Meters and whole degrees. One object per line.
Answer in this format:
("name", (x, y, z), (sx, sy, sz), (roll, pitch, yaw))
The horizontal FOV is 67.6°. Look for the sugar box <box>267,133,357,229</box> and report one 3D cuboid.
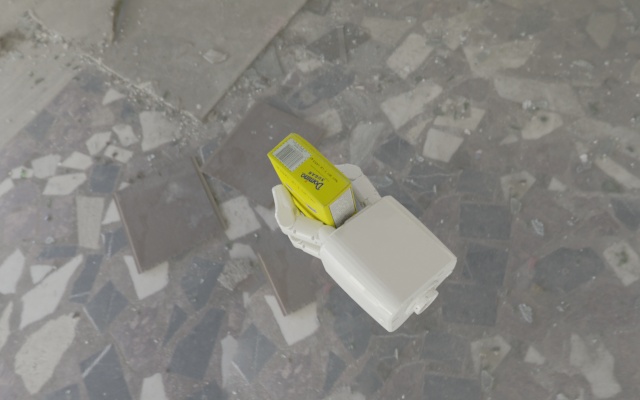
("sugar box", (0.000, 0.002, 0.569), (0.093, 0.048, 0.176), (44, -13, 24))
